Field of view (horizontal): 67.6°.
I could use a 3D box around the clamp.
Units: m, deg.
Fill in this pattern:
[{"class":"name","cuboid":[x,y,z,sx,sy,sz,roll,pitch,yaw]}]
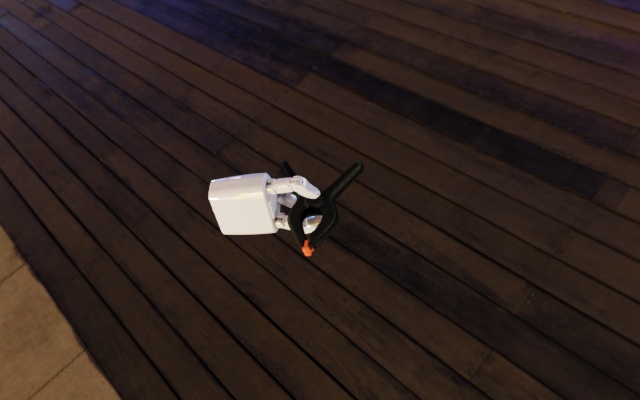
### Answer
[{"class":"clamp","cuboid":[0.000,0.003,0.884,0.164,0.209,0.036,-5,-35,9]}]
